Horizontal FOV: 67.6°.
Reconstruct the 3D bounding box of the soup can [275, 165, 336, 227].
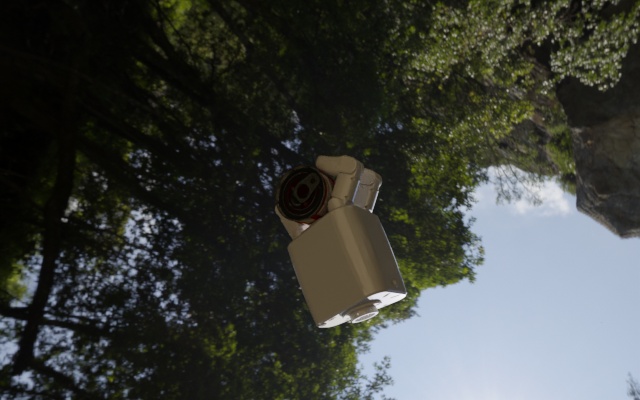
[{"bbox_3d":[0.000,0.002,0.597,0.068,0.068,0.102,0,-12,31],"label":"soup can"}]
